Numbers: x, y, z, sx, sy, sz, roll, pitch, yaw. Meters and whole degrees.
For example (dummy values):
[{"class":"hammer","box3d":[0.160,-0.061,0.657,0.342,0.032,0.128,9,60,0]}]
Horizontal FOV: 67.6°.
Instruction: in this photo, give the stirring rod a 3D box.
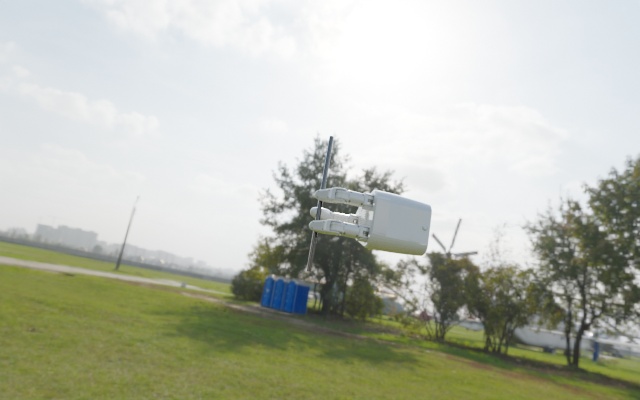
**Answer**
[{"class":"stirring rod","box3d":[0.000,0.003,0.823,0.011,0.239,0.011,9,-11,2]}]
